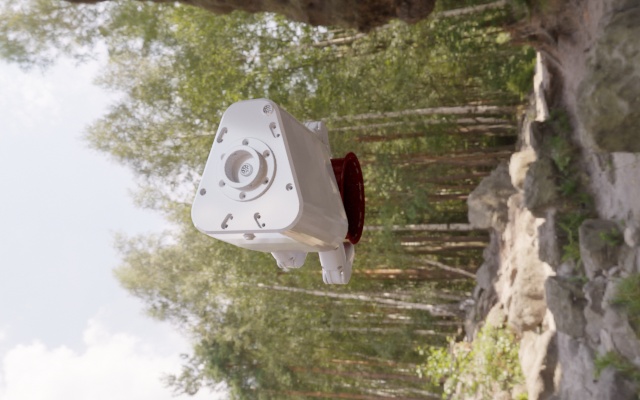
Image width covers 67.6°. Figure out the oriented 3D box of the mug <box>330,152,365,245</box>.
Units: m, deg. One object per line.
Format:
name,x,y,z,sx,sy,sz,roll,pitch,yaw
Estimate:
mug,0.000,0.002,0.506,0.081,0.093,0.117,-2,-13,18
